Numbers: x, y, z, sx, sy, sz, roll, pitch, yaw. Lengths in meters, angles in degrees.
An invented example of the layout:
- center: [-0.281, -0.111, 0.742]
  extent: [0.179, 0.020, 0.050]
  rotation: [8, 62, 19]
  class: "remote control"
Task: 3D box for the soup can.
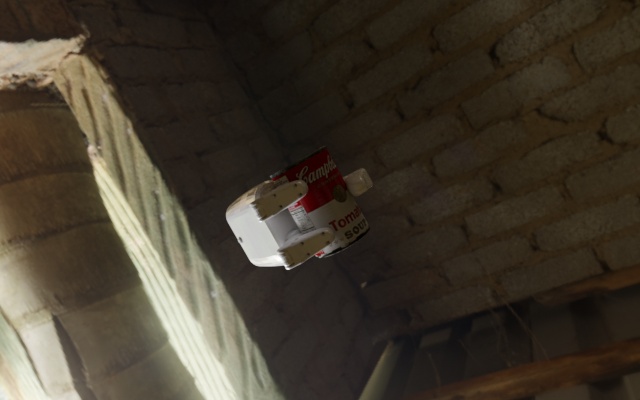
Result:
- center: [0.001, 0.002, 0.510]
  extent: [0.068, 0.102, 0.068]
  rotation: [-29, 5, 3]
  class: "soup can"
